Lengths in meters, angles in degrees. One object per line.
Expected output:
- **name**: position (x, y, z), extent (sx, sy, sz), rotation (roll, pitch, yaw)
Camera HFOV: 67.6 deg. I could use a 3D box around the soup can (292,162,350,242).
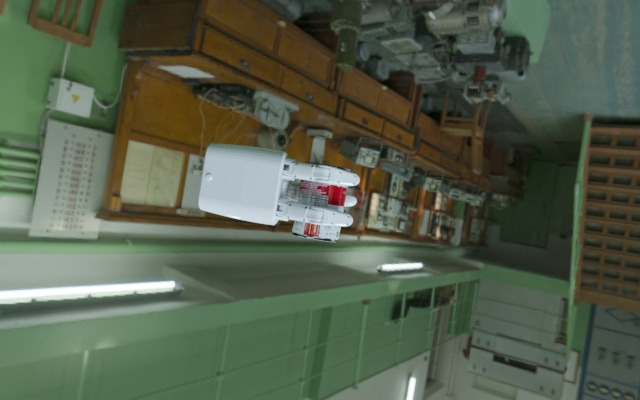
- **soup can**: position (0.001, 0.003, 0.666), extent (0.068, 0.102, 0.068), rotation (9, 0, 0)
